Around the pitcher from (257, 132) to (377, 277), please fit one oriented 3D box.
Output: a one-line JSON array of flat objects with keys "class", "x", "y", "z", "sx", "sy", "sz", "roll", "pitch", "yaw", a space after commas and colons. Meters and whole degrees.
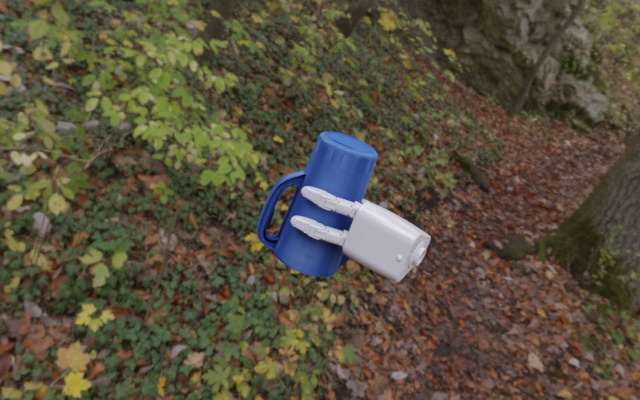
[{"class": "pitcher", "x": 0.000, "y": 0.003, "z": 0.856, "sx": 0.145, "sy": 0.243, "sz": 0.149, "roll": 31, "pitch": 21, "yaw": 27}]
